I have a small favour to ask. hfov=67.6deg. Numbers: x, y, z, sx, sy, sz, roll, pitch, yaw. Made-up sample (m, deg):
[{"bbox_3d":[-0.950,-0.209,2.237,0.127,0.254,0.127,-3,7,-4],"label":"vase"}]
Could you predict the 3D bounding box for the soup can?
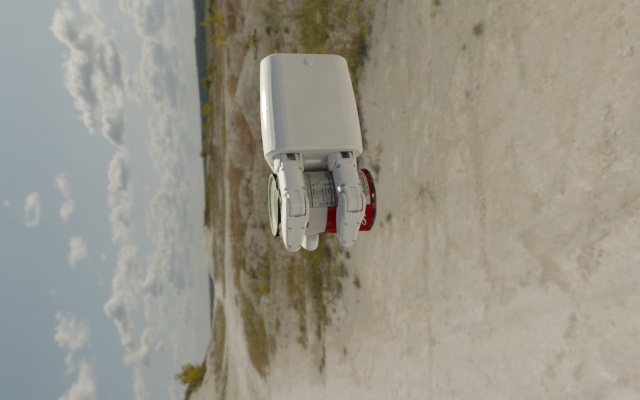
[{"bbox_3d":[0.000,0.002,0.502,0.102,0.068,0.068,-3,1,-14],"label":"soup can"}]
